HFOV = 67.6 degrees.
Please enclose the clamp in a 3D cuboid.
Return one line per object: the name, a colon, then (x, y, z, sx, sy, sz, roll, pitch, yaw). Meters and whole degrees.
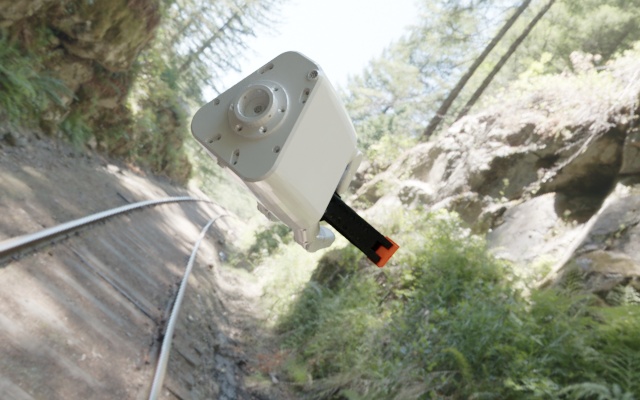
clamp: (0.001, 0.001, 0.517, 0.210, 0.036, 0.165, 39, -3, 26)
